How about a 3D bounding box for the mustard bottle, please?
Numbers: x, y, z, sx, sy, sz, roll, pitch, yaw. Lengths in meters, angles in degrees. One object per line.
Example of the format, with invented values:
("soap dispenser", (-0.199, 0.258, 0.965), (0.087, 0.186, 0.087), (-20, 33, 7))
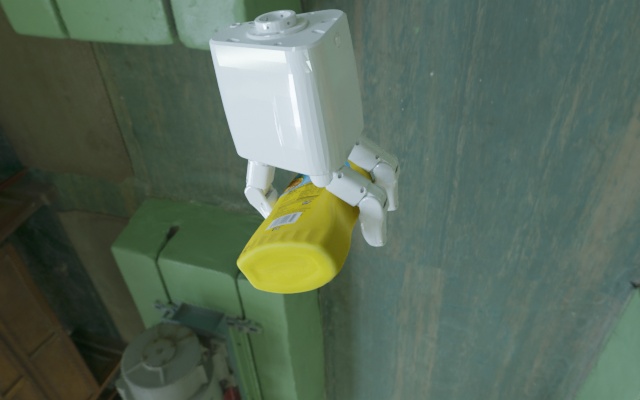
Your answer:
("mustard bottle", (0.000, 0.002, 0.461), (0.096, 0.058, 0.191), (-17, 28, 33))
